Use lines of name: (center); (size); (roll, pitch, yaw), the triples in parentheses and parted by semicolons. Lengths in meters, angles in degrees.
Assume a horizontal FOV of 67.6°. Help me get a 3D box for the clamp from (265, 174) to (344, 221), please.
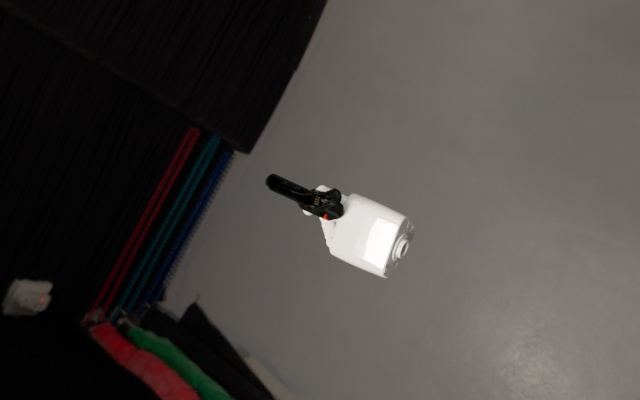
clamp: (0.000, 0.003, 0.760); (0.120, 0.039, 0.171); (19, -6, 29)
